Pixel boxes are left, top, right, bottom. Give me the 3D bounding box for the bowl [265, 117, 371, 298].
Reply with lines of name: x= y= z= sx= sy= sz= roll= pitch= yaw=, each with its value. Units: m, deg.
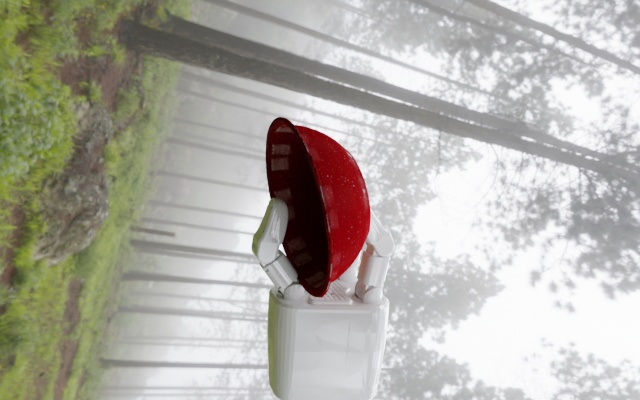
bowl: x=0.000 y=0.000 z=0.429 sx=0.055 sy=0.162 sz=0.162 roll=-13 pitch=4 yaw=-19
